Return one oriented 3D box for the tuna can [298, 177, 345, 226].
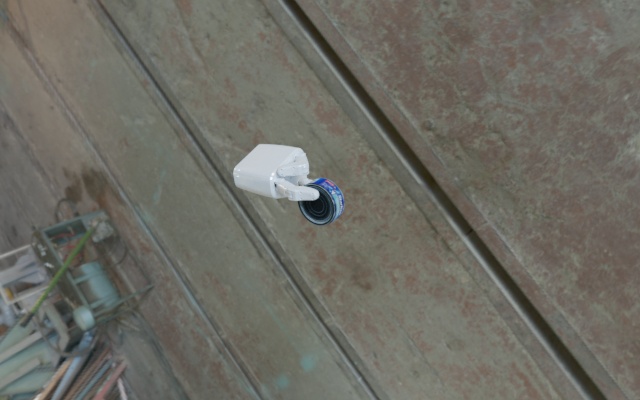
[{"bbox_3d":[0.000,0.003,0.885,0.086,0.086,0.033,0,21,35],"label":"tuna can"}]
